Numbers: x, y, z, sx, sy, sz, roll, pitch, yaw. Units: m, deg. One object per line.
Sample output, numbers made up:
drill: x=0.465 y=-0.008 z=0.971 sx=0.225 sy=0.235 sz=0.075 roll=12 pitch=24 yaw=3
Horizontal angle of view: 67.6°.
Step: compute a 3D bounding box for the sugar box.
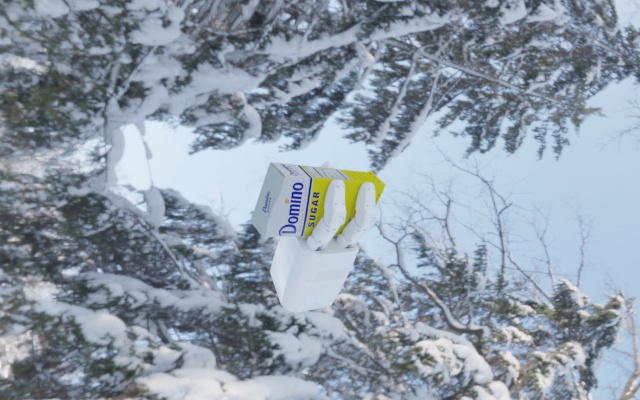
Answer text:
sugar box: x=0.000 y=0.003 z=0.656 sx=0.176 sy=0.093 sz=0.048 roll=0 pitch=31 yaw=-40
